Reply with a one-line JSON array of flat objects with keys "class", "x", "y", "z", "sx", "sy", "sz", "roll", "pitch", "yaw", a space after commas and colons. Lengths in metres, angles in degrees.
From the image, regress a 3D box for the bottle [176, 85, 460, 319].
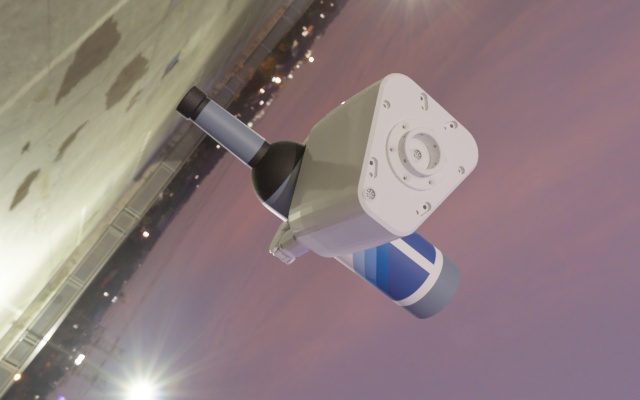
[{"class": "bottle", "x": 0.000, "y": 0.002, "z": 0.435, "sx": 0.296, "sy": 0.069, "sz": 0.069, "roll": 38, "pitch": -11, "yaw": -15}]
